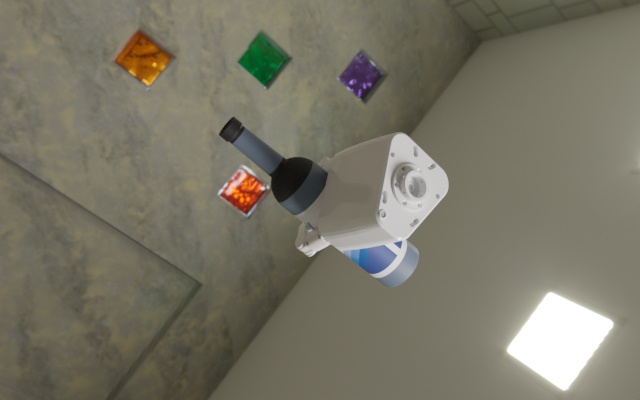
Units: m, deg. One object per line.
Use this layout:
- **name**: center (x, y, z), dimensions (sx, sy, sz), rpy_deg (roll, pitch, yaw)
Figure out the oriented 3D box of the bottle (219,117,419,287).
- **bottle**: center (0.000, 0.002, 0.593), dimensions (0.296, 0.069, 0.069), rpy_deg (39, -16, -21)
